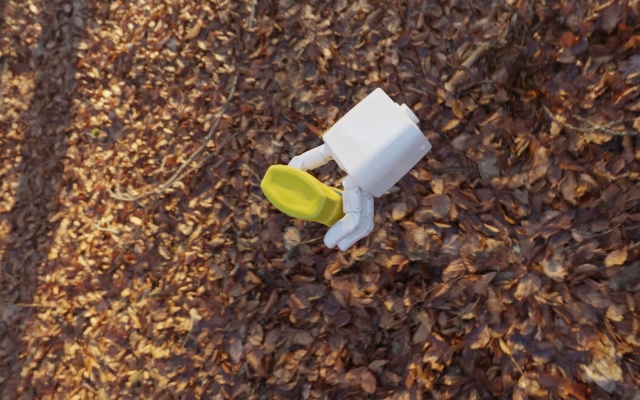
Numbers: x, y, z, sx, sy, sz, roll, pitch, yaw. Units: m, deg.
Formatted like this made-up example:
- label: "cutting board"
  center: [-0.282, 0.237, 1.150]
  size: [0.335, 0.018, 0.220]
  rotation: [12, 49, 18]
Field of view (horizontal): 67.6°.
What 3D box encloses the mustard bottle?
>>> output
- label: "mustard bottle"
  center: [0.000, 0.002, 0.675]
  size: [0.096, 0.058, 0.192]
  rotation: [28, 3, 24]
